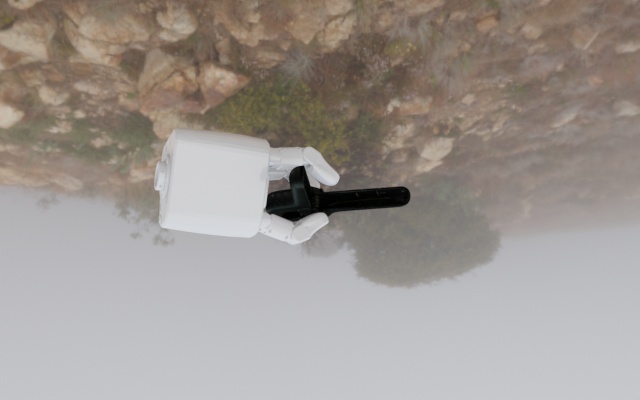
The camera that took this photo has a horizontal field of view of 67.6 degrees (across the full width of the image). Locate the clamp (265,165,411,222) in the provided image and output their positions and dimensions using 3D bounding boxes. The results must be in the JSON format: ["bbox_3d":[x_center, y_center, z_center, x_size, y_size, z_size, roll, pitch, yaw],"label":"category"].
[{"bbox_3d":[0.000,0.003,0.618,0.164,0.036,0.210,9,-15,-26],"label":"clamp"}]
